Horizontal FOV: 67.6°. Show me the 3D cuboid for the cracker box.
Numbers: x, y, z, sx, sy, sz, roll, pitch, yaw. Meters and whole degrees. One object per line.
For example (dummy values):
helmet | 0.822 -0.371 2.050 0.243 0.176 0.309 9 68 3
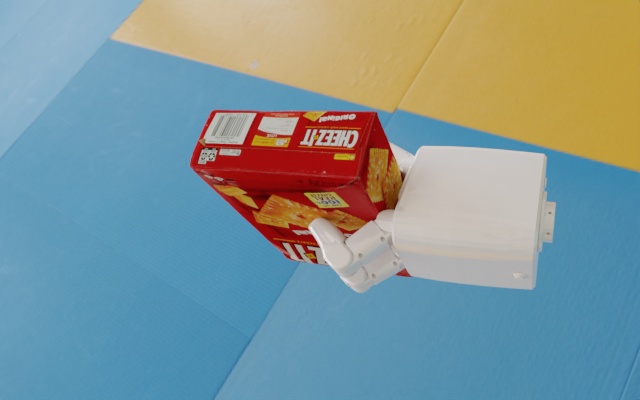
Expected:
cracker box | 0.000 0.001 0.473 0.164 0.072 0.214 5 -27 26
